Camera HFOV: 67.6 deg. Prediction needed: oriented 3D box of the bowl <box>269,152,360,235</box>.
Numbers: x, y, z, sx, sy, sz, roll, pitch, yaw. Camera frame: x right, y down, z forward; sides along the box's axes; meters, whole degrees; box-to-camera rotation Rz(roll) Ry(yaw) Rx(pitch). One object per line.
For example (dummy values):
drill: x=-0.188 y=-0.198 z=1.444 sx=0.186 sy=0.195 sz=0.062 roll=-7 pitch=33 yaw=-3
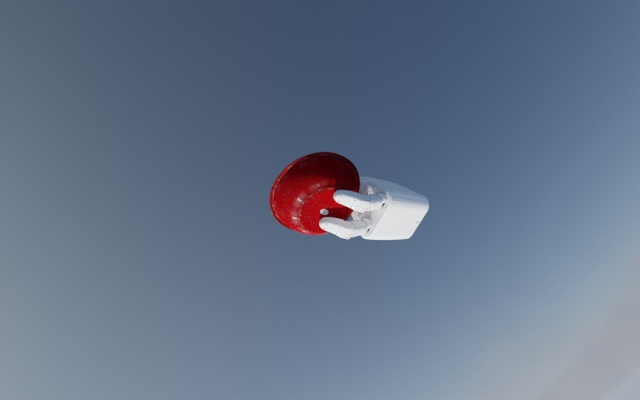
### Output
bowl: x=-0.001 y=0.003 z=0.788 sx=0.162 sy=0.162 sz=0.055 roll=0 pitch=34 yaw=-23
